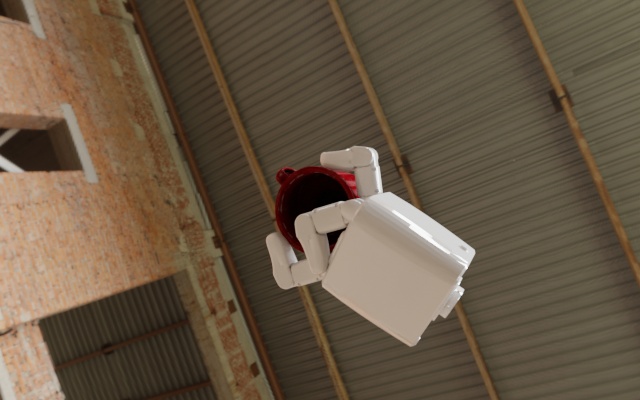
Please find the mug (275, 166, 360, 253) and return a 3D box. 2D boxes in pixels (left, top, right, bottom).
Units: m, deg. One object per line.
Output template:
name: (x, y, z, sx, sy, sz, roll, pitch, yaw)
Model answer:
mug: (-0.001, 0.001, 0.535, 0.117, 0.093, 0.081, 37, 17, 17)
